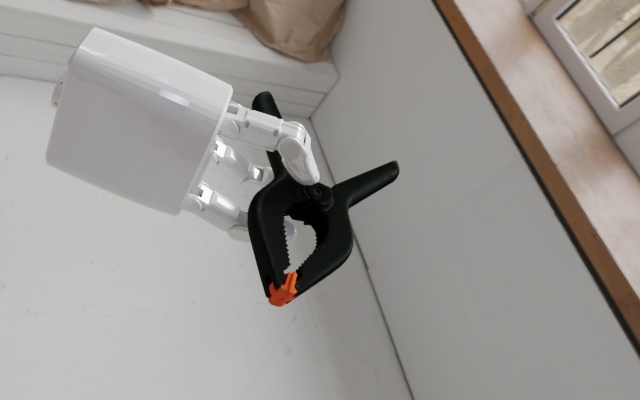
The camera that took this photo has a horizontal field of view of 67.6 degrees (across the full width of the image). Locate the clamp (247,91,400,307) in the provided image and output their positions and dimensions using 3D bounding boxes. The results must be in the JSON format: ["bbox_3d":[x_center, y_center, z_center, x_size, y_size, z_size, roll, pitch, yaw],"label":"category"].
[{"bbox_3d":[0.000,0.001,0.426,0.164,0.209,0.036,21,-42,-16],"label":"clamp"}]
